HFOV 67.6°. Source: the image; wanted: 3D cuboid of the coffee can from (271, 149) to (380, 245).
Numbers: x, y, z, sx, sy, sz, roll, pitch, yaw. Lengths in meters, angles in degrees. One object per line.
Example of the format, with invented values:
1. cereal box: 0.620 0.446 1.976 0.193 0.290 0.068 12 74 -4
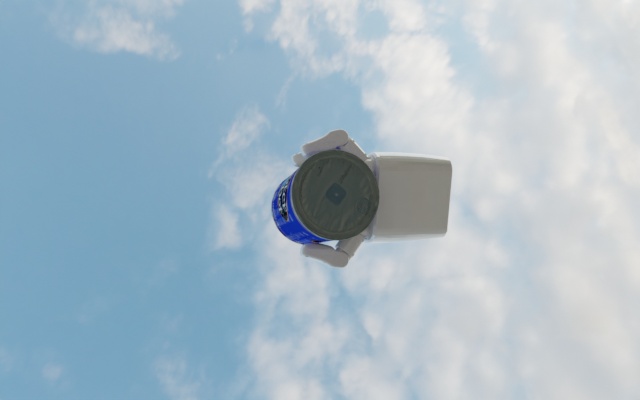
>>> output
1. coffee can: 0.000 0.002 0.596 0.103 0.103 0.140 0 -7 -15
